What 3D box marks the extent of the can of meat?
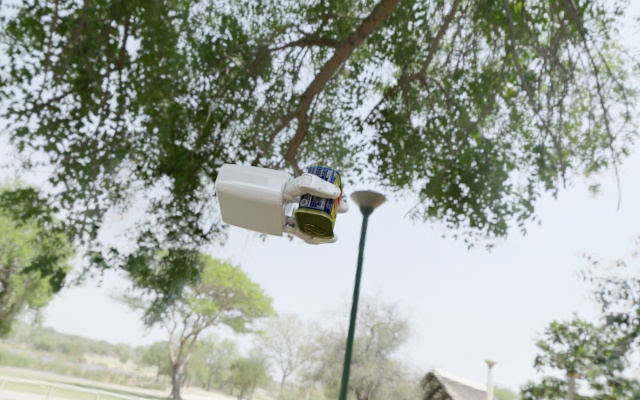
[{"bbox_3d":[0.000,0.002,0.744,0.057,0.084,0.102,10,-23,9],"label":"can of meat"}]
